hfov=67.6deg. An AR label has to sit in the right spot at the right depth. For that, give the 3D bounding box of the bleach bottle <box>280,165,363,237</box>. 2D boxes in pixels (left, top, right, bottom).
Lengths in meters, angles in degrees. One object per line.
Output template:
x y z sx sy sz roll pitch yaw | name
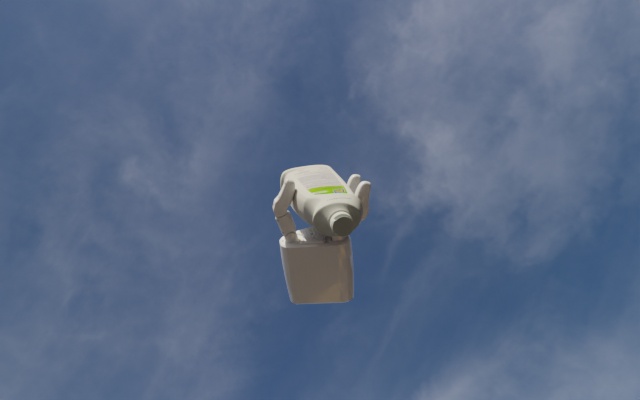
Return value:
0.000 0.002 0.740 0.102 0.068 0.250 -10 17 -7 | bleach bottle
